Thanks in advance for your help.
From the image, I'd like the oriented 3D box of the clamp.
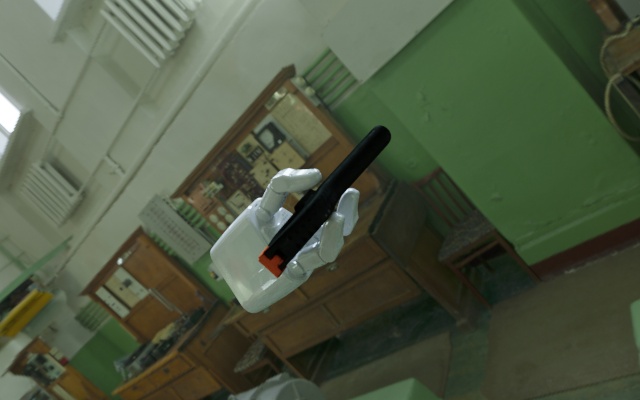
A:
[{"bbox_3d":[-0.001,0.002,0.531,0.165,0.036,0.210,-44,5,37],"label":"clamp"}]
